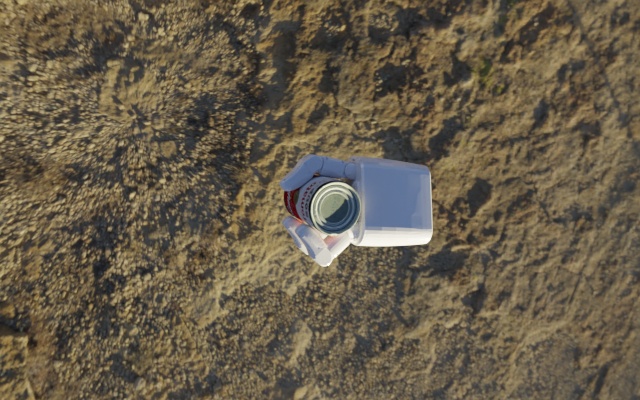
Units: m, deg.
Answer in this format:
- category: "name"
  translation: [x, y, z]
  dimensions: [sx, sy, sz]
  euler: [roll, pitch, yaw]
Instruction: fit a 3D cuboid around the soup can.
- category: "soup can"
  translation: [0.000, 0.002, 0.603]
  dimensions: [0.068, 0.068, 0.102]
  euler: [0, 9, -21]
